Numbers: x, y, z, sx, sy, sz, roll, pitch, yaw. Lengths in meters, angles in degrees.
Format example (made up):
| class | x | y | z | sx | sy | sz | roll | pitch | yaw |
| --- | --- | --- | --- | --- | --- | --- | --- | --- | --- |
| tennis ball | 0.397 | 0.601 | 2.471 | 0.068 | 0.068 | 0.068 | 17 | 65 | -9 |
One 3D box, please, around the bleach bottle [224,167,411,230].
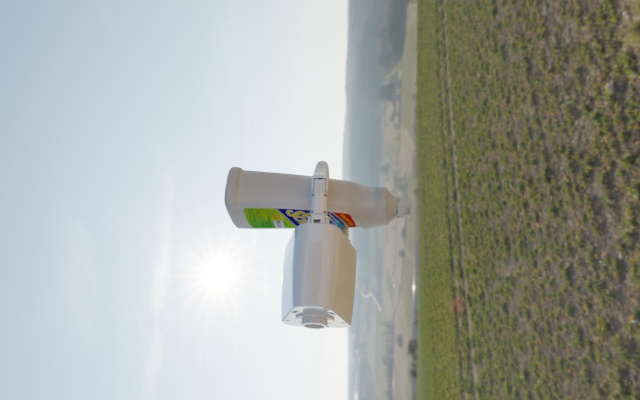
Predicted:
| class | x | y | z | sx | sy | sz | roll | pitch | yaw |
| --- | --- | --- | --- | --- | --- | --- | --- | --- | --- |
| bleach bottle | 0.000 | 0.002 | 0.673 | 0.251 | 0.068 | 0.103 | 2 | -28 | 4 |
